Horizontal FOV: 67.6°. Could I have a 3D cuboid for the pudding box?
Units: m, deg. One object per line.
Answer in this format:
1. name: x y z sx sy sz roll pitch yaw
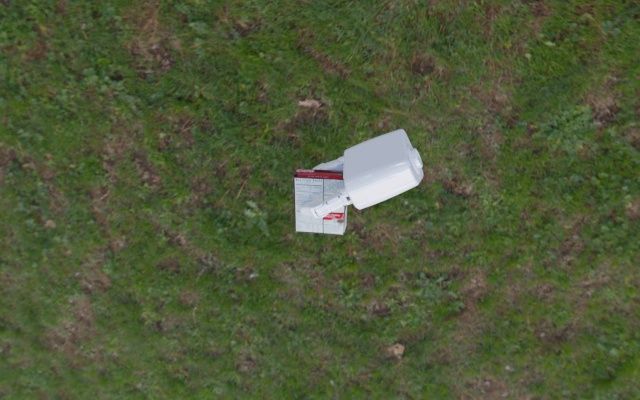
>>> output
1. pudding box: 0.000 0.003 0.821 0.090 0.113 0.039 4 27 7
